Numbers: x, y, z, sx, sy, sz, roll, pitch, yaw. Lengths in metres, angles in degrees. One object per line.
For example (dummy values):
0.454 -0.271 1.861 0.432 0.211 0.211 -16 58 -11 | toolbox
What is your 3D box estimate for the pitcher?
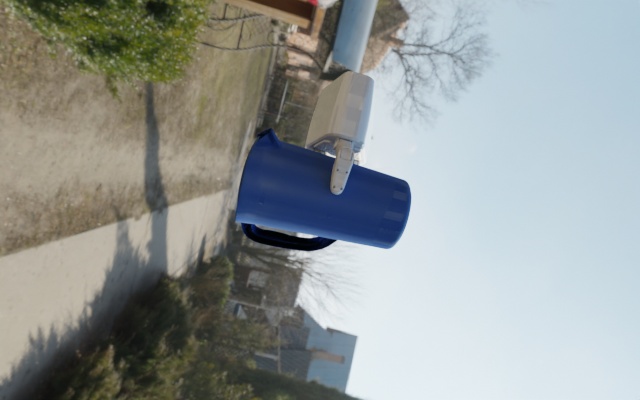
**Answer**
0.000 0.002 0.708 0.243 0.145 0.149 14 -15 -6 | pitcher
